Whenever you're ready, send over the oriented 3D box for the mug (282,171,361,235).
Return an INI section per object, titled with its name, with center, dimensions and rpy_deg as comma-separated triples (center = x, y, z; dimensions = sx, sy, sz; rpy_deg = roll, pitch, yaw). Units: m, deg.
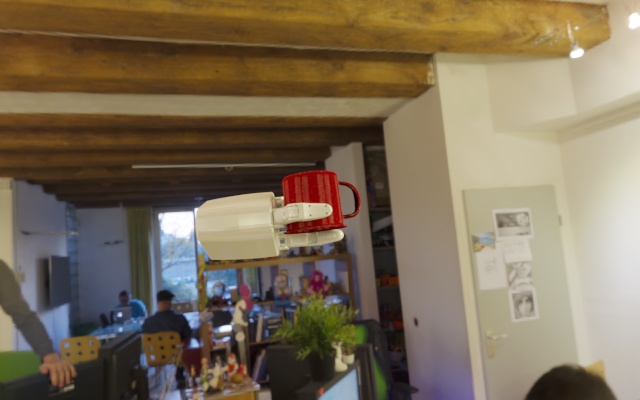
[mug]
center = 0.002, 0.002, 0.693
dimensions = 0.117, 0.081, 0.093
rpy_deg = -6, -6, -4
